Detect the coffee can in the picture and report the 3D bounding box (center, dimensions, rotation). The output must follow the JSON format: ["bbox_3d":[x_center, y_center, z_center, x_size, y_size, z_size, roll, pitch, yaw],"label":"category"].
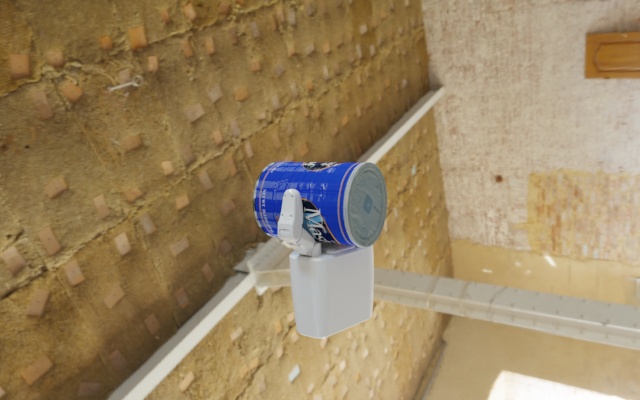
[{"bbox_3d":[0.000,0.002,0.609,0.140,0.103,0.103,3,2,33],"label":"coffee can"}]
